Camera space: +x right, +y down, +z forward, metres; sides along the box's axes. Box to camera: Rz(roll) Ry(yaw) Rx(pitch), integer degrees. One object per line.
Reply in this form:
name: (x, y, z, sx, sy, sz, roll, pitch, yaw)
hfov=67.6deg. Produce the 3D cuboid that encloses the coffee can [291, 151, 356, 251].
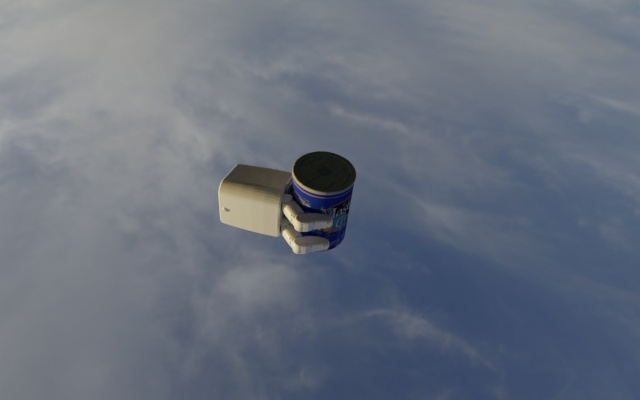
coffee can: (0.000, 0.003, 0.811, 0.103, 0.140, 0.102, 4, 43, -4)
